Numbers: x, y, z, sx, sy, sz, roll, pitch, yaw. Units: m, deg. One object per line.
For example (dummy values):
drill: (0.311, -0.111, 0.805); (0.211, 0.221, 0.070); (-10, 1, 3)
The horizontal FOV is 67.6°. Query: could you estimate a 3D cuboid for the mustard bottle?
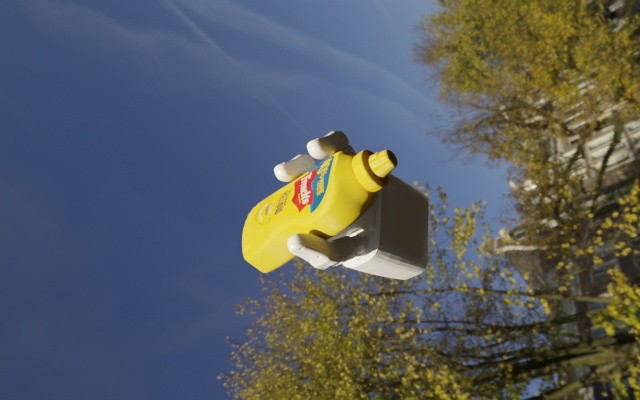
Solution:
mustard bottle: (0.000, 0.002, 0.498); (0.192, 0.096, 0.058); (-31, -61, 35)
